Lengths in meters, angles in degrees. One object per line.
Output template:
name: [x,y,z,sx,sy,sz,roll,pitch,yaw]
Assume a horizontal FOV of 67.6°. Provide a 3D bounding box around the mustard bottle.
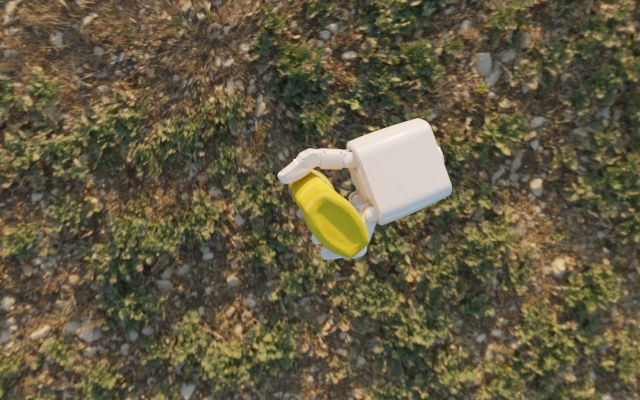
mustard bottle: [0.000,0.002,0.643,0.096,0.058,0.191,46,3,-22]
